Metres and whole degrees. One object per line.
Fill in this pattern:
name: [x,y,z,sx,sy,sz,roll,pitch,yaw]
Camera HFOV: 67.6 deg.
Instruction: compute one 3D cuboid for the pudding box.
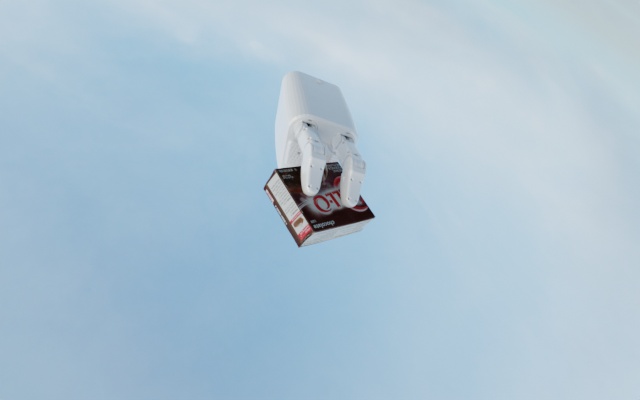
pudding box: [0.000,0.002,0.570,0.113,0.090,0.039,-12,-29,-44]
